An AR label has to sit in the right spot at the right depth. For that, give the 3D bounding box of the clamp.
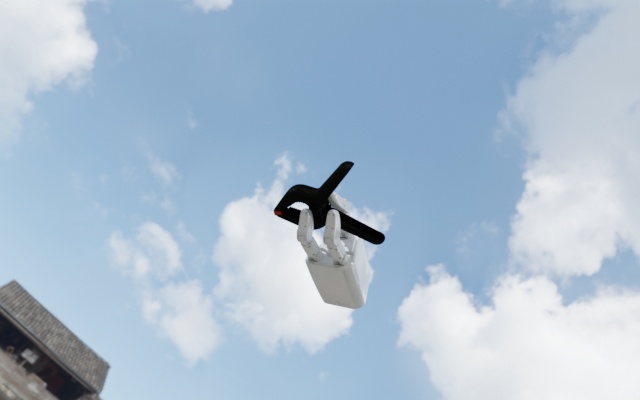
[{"bbox_3d":[0.000,0.002,0.833,0.210,0.165,0.036,3,37,33],"label":"clamp"}]
